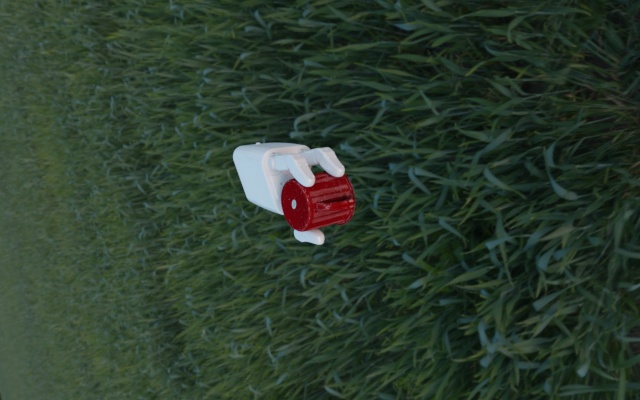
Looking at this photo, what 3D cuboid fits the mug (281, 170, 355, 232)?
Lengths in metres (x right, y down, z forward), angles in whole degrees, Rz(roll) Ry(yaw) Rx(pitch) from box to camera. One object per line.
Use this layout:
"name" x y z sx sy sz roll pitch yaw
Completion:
"mug" 0.001 0.003 0.720 0.081 0.093 0.117 -13 16 -35
